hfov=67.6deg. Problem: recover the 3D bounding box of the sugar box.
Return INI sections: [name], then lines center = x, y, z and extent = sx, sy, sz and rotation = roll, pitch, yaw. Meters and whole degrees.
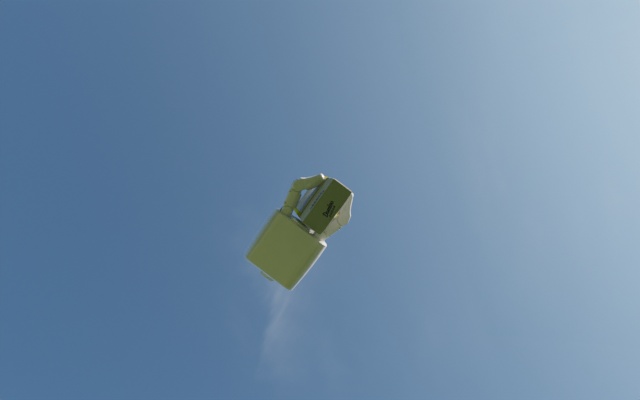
[sugar box]
center = 0.000, 0.003, 0.876
extent = 0.048, 0.093, 0.176
rotation = 36, 1, -12
